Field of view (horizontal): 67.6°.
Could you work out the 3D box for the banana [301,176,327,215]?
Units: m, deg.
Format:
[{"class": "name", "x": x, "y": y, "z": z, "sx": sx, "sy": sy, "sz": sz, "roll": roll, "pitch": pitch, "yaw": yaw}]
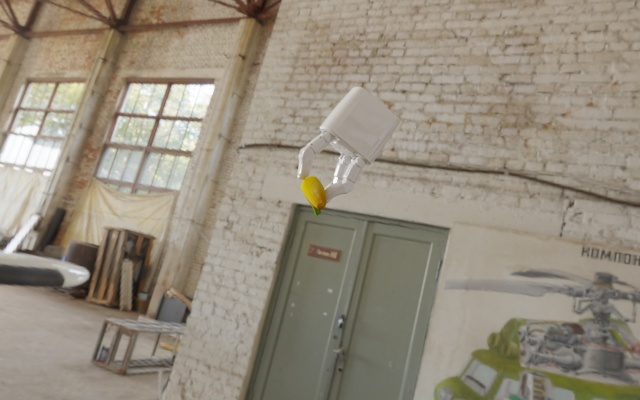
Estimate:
[{"class": "banana", "x": -0.009, "y": -0.013, "z": 0.862, "sx": 0.037, "sy": 0.069, "sz": 0.198, "roll": -30, "pitch": -3, "yaw": -2}]
